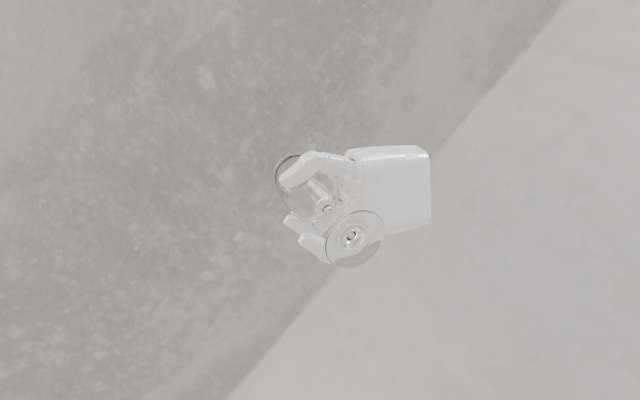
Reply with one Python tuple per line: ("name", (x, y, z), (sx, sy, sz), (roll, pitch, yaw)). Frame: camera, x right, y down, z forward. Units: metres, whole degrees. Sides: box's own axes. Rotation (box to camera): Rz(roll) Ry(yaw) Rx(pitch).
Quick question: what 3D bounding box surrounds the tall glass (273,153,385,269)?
("tall glass", (0.000, 0.002, 0.608), (0.079, 0.079, 0.201), (0, 25, -26))
